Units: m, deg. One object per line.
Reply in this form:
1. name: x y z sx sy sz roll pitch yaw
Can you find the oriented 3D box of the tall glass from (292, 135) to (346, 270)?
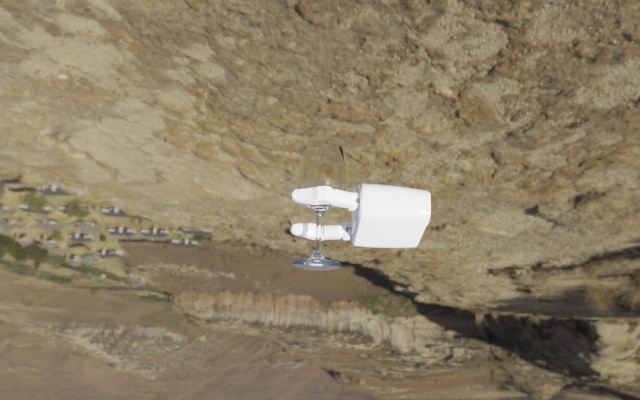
1. tall glass: 0.000 0.003 0.742 0.079 0.201 0.079 3 -19 1
